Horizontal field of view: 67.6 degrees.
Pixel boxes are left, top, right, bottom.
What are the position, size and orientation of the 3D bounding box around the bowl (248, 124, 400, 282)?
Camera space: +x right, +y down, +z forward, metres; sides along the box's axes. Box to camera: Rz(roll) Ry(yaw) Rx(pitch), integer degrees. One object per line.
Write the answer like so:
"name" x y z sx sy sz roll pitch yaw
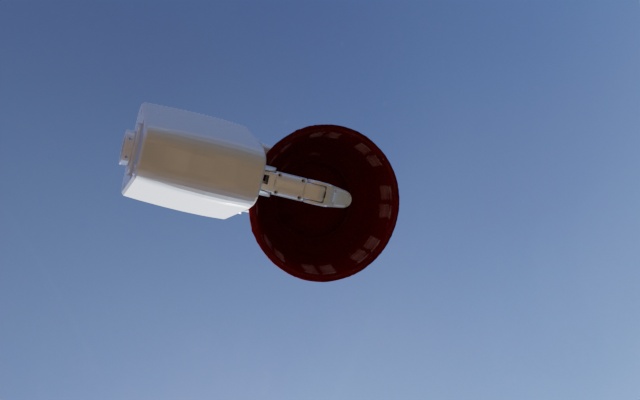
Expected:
"bowl" 0.001 0.002 0.510 0.162 0.162 0.055 0 5 -16
